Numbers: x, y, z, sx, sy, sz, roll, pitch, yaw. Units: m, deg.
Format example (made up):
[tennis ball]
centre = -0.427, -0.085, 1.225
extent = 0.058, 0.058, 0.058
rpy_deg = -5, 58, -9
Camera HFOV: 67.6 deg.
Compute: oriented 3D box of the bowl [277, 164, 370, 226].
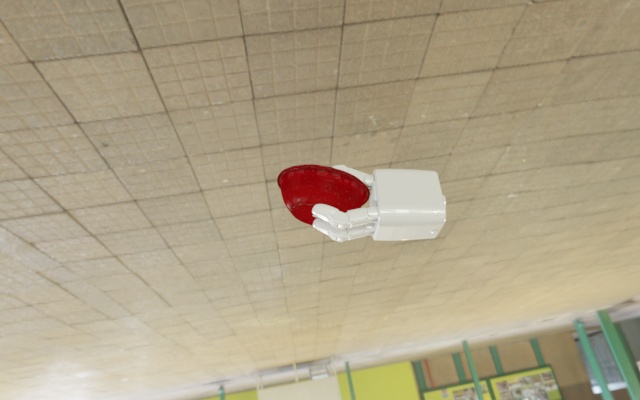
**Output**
[bowl]
centre = -0.001, 0.003, 0.807
extent = 0.162, 0.055, 0.162
rpy_deg = 10, -25, 4
